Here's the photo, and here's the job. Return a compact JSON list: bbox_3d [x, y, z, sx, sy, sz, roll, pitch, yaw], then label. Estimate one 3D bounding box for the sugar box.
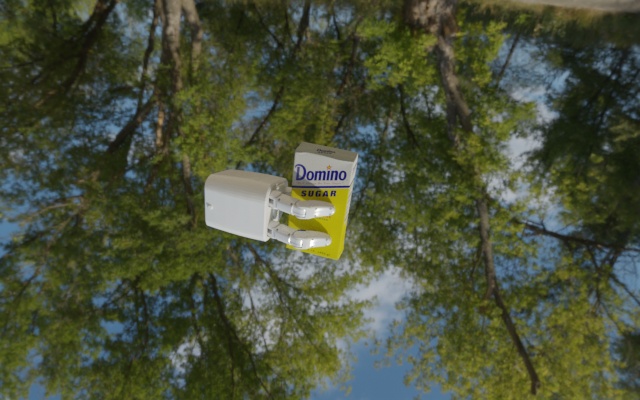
[{"bbox_3d":[0.000,0.003,0.757,0.093,0.176,0.048,12,30,10],"label":"sugar box"}]
